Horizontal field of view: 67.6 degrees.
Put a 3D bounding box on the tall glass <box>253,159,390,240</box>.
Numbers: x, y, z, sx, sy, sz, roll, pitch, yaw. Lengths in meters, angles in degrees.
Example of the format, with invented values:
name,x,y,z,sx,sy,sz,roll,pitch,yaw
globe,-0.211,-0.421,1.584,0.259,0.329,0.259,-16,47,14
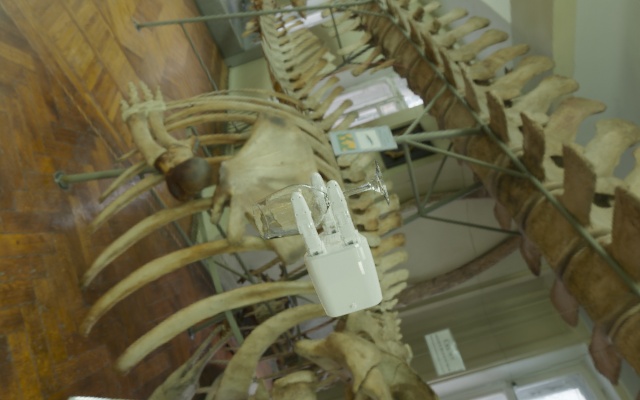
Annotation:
name,x,y,z,sx,sy,sz,roll,pitch,yaw
tall glass,0.001,0.002,0.735,0.201,0.079,0.079,-17,-2,5
